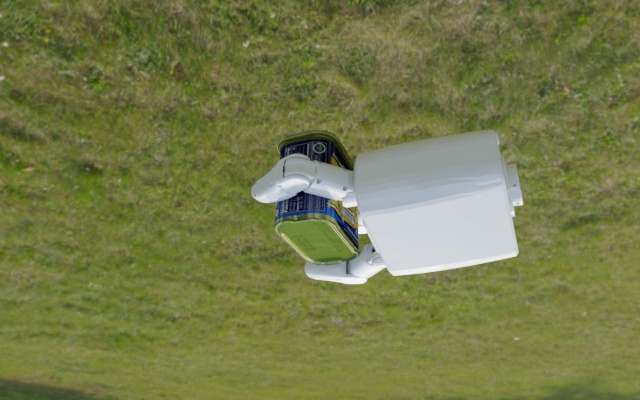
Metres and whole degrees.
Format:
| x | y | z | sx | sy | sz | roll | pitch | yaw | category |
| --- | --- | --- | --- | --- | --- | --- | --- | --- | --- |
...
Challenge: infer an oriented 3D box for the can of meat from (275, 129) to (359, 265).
| x | y | z | sx | sy | sz | roll | pitch | yaw | category |
| --- | --- | --- | --- | --- | --- | --- | --- | --- | --- |
| 0.000 | 0.002 | 0.427 | 0.057 | 0.084 | 0.102 | -9 | -31 | 19 | can of meat |
